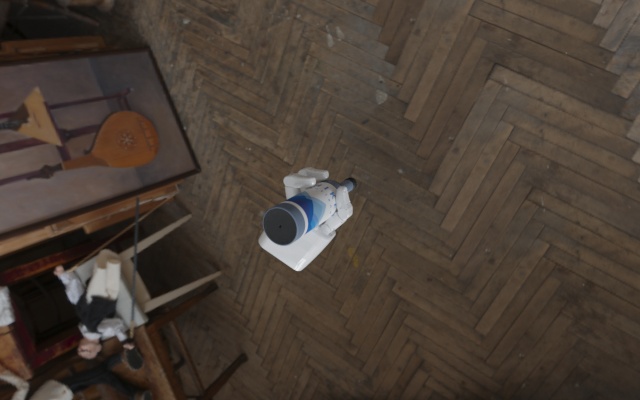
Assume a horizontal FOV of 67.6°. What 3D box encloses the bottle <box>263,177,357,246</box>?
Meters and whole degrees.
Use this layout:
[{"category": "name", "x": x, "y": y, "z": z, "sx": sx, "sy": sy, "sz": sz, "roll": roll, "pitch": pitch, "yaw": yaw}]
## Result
[{"category": "bottle", "x": 0.000, "y": 0.003, "z": 0.887, "sx": 0.069, "sy": 0.069, "sz": 0.295, "roll": 0, "pitch": 15, "yaw": 27}]
